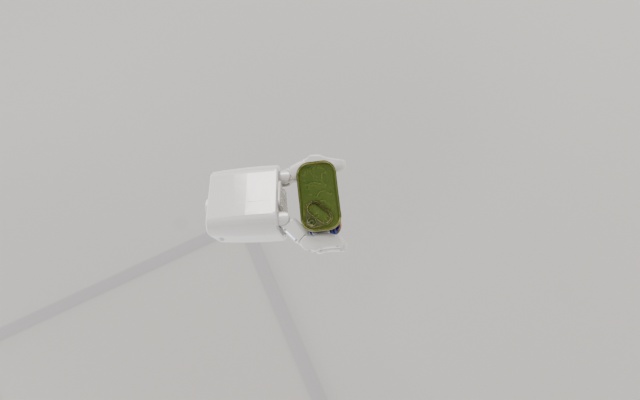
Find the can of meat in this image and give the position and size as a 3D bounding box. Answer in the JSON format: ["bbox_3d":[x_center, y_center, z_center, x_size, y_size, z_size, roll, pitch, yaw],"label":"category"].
[{"bbox_3d":[0.000,0.002,0.710,0.057,0.102,0.084,-7,-14,2],"label":"can of meat"}]
